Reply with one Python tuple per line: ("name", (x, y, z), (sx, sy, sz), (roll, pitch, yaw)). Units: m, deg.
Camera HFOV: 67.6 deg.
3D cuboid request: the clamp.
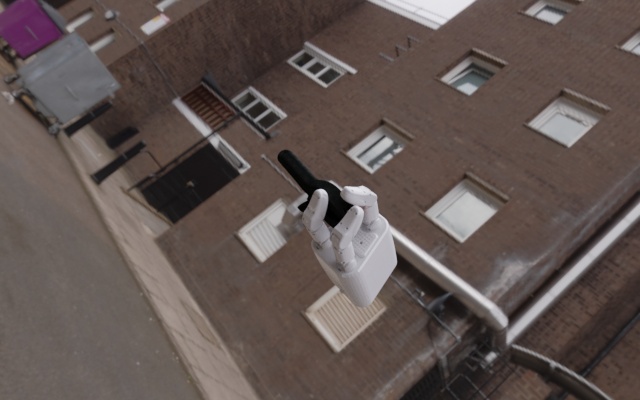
("clamp", (0.001, 0.002, 0.718), (0.039, 0.120, 0.171), (-37, 49, -13))
